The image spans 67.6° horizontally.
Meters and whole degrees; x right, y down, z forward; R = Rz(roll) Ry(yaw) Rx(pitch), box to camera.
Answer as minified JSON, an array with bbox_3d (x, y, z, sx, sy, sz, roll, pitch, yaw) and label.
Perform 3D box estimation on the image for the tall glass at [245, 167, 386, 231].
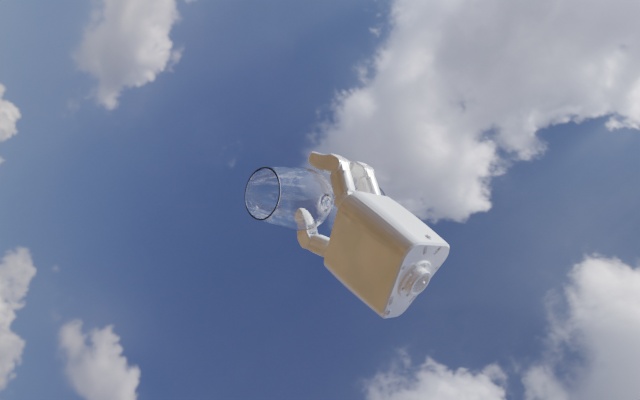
[{"bbox_3d":[0.000,0.002,0.615,0.079,0.079,0.201,0,-6,43],"label":"tall glass"}]
